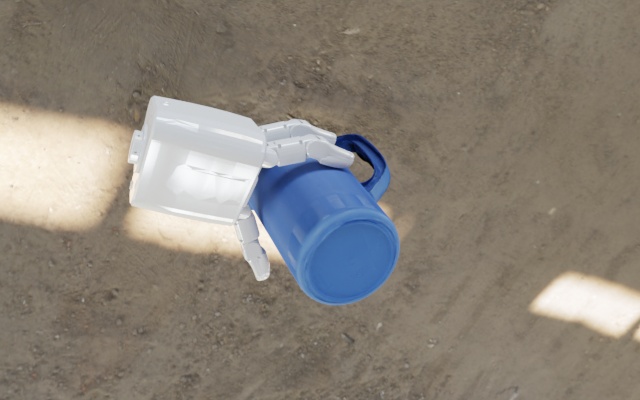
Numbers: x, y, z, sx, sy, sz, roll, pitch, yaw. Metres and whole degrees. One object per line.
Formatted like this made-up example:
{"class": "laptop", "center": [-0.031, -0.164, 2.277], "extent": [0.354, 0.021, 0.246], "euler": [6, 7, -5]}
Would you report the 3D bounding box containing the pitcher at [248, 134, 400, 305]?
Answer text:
{"class": "pitcher", "center": [0.000, 0.002, 0.548], "extent": [0.145, 0.149, 0.242], "euler": [14, 19, -26]}
